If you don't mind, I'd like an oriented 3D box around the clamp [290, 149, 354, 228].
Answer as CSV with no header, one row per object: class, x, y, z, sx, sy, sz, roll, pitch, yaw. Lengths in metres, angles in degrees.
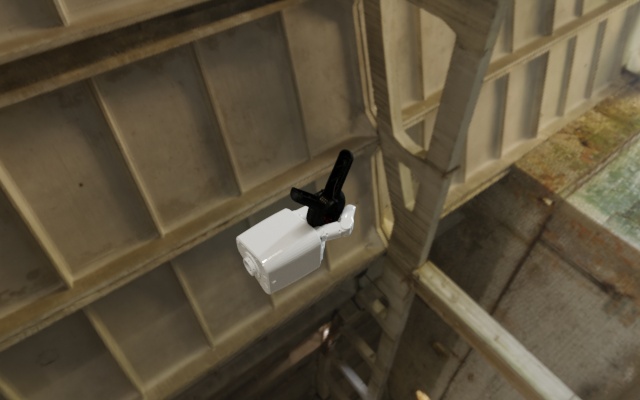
clamp,0.000,0.002,0.779,0.120,0.172,0.039,-28,55,-24
